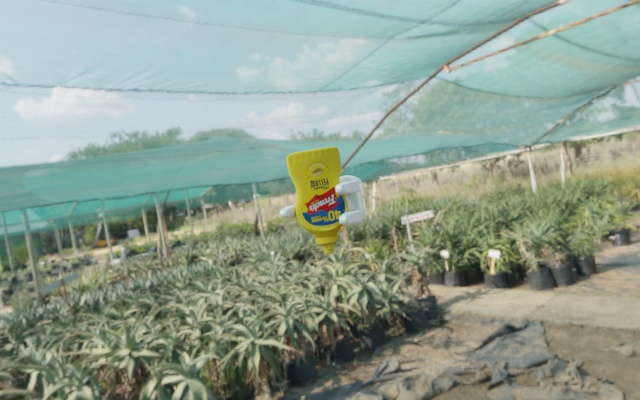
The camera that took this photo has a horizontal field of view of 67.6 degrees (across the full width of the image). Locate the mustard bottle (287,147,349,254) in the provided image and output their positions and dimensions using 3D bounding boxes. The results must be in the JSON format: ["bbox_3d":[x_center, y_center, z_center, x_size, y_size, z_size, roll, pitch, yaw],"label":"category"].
[{"bbox_3d":[0.000,0.003,0.871,0.096,0.191,0.058,-10,2,-10],"label":"mustard bottle"}]
